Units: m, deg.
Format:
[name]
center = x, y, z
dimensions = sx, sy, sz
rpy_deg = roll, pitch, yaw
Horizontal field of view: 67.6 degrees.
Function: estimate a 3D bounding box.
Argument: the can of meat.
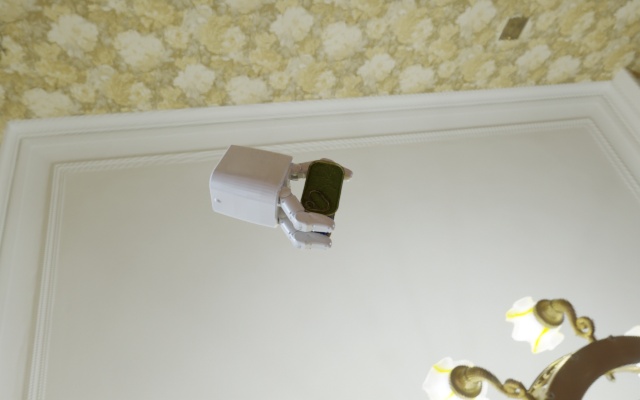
[can of meat]
center = 0.000, 0.003, 0.752
dimensions = 0.057, 0.102, 0.084
rpy_deg = 11, -36, 1
